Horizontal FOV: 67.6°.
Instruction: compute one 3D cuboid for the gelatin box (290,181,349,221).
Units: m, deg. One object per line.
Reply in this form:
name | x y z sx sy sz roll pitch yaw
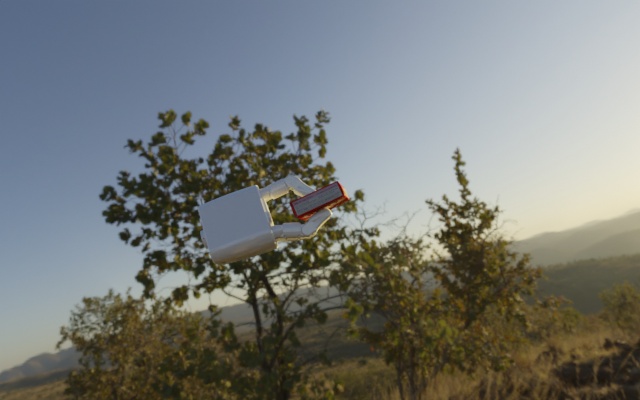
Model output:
gelatin box | 0.000 0.002 0.797 0.089 0.030 0.073 -25 -10 7
